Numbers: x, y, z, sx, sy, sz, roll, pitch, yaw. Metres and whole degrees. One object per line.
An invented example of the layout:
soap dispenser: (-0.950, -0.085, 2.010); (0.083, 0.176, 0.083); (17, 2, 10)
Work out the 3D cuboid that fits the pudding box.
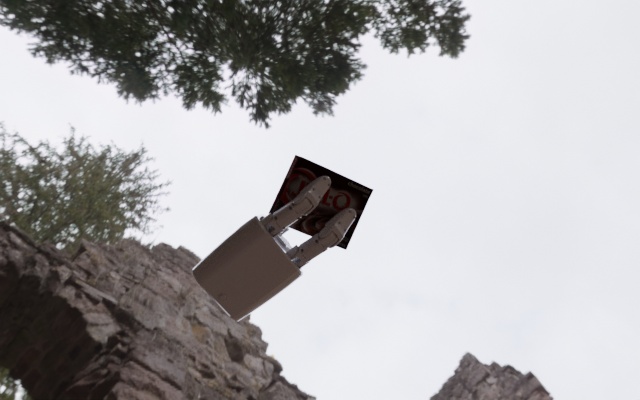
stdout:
pudding box: (0.000, 0.002, 0.632); (0.113, 0.090, 0.039); (23, 5, -18)
